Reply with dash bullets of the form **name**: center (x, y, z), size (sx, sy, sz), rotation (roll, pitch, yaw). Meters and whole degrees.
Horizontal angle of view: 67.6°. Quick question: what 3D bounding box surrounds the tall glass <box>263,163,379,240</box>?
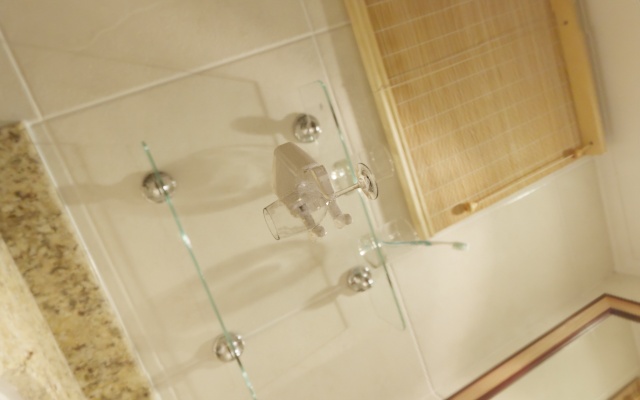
- **tall glass**: center (0.001, 0.003, 0.856), size (0.201, 0.079, 0.079), rotation (-24, 8, -18)
